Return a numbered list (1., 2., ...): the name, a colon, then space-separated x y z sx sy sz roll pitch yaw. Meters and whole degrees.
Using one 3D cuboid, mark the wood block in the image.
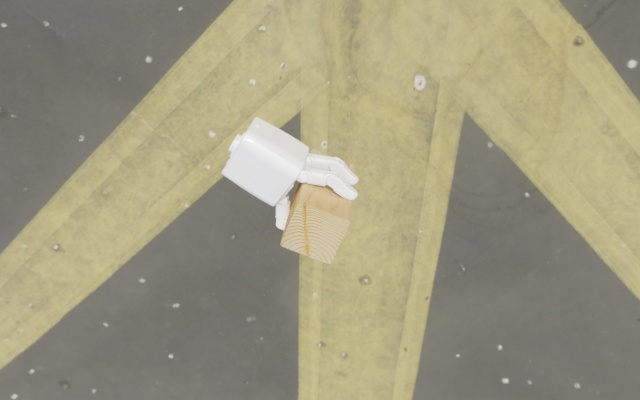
1. wood block: 0.000 0.003 0.830 0.090 0.091 0.206 21 29 -6
